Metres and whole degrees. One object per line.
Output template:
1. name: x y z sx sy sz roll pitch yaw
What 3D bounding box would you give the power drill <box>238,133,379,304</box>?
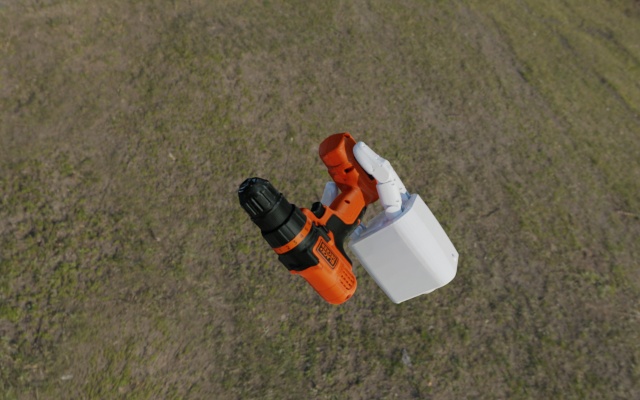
1. power drill: 0.000 0.002 0.575 0.057 0.184 0.187 -15 33 42
